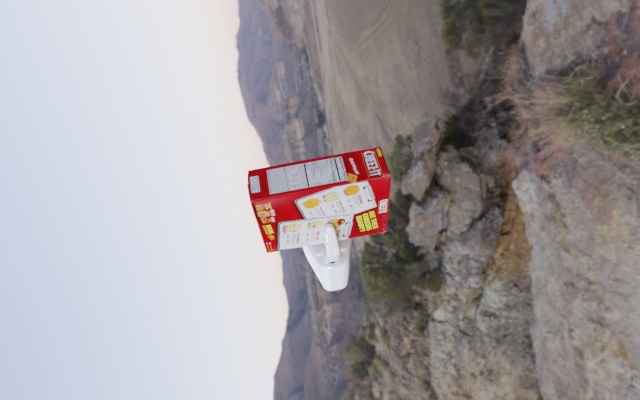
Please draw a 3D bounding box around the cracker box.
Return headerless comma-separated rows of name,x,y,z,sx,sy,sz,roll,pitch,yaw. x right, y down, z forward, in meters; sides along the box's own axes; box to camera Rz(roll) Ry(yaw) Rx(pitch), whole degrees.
cracker box,0.000,0.003,0.782,0.213,0.072,0.164,-11,-34,-3
